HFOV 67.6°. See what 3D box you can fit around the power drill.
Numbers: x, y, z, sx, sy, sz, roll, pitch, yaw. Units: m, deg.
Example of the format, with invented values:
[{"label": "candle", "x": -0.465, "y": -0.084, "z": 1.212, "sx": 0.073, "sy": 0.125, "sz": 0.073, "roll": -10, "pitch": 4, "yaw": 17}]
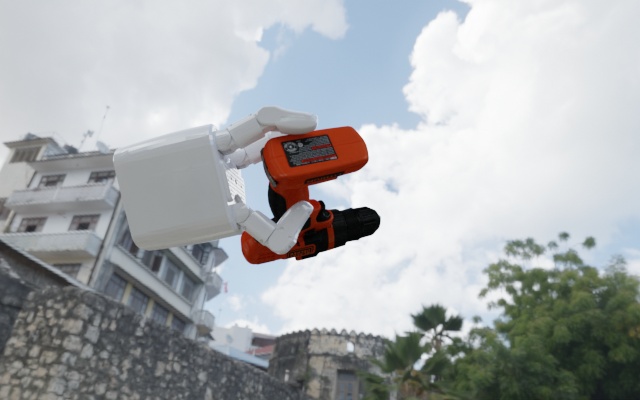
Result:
[{"label": "power drill", "x": 0.000, "y": 0.002, "z": 0.549, "sx": 0.184, "sy": 0.057, "sz": 0.188, "roll": -13, "pitch": -35, "yaw": -18}]
